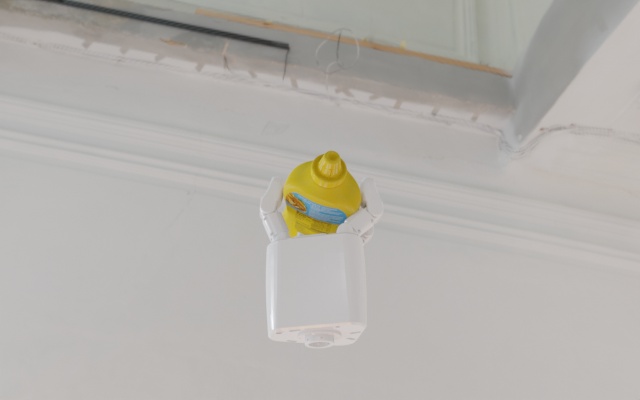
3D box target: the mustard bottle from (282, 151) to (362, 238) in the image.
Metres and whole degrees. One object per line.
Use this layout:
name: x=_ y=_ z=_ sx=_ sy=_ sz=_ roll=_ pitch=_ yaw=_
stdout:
mustard bottle: x=0.000 y=0.002 z=0.600 sx=0.096 sy=0.058 sz=0.192 roll=22 pitch=-31 yaw=5
